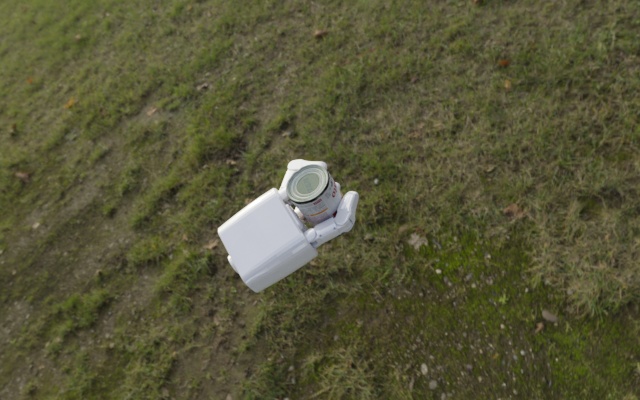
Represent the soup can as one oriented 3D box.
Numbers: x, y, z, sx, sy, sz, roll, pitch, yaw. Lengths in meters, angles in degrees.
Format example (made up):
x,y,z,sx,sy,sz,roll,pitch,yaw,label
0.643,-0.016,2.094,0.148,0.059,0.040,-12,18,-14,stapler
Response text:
x,y,z,sx,sy,sz,roll,pitch,yaw,label
0.000,0.002,0.698,0.068,0.068,0.102,0,-33,27,soup can
